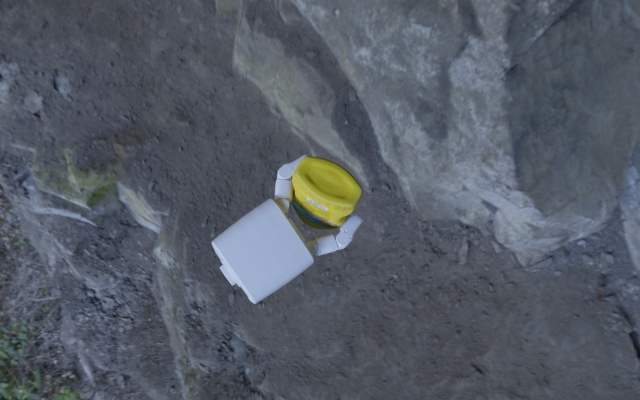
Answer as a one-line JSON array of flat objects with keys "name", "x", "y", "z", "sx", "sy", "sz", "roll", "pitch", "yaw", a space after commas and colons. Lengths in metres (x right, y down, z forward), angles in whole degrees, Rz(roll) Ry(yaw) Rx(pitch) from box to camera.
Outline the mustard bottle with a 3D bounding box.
[{"name": "mustard bottle", "x": 0.000, "y": 0.002, "z": 0.722, "sx": 0.096, "sy": 0.058, "sz": 0.192, "roll": 28, "pitch": -19, "yaw": 2}]
